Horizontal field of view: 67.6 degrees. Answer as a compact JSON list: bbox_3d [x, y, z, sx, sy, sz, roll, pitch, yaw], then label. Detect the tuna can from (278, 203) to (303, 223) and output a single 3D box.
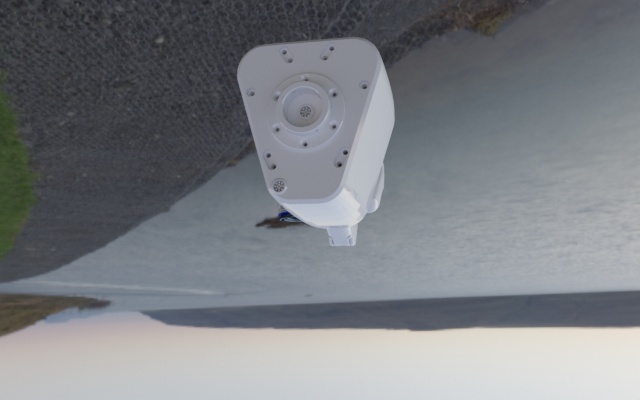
[{"bbox_3d":[0.000,0.002,0.471,0.086,0.033,0.086,-3,-7,0],"label":"tuna can"}]
